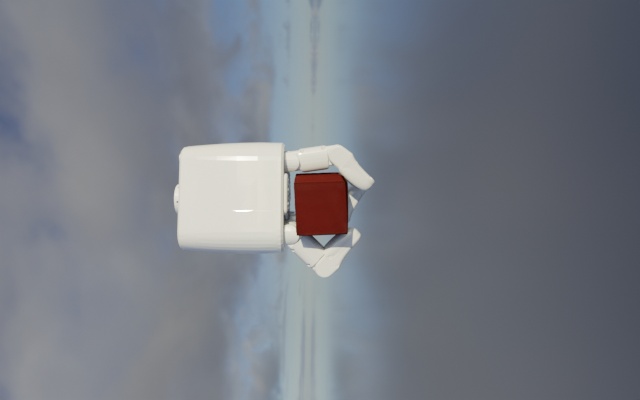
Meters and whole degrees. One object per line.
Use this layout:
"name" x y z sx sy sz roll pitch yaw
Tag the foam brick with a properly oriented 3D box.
"foam brick" 0.000 0.002 0.487 0.051 0.053 0.078 -1 10 -1
